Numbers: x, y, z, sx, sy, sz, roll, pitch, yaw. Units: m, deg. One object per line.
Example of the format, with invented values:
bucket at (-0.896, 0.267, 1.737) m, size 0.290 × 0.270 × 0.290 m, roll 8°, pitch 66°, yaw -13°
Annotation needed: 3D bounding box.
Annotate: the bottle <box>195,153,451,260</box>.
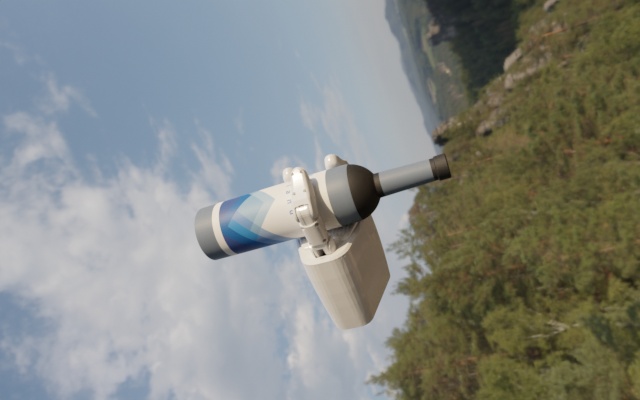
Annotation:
bottle at (0.000, 0.002, 0.549) m, size 0.296 × 0.069 × 0.069 m, roll -16°, pitch -4°, yaw 15°
